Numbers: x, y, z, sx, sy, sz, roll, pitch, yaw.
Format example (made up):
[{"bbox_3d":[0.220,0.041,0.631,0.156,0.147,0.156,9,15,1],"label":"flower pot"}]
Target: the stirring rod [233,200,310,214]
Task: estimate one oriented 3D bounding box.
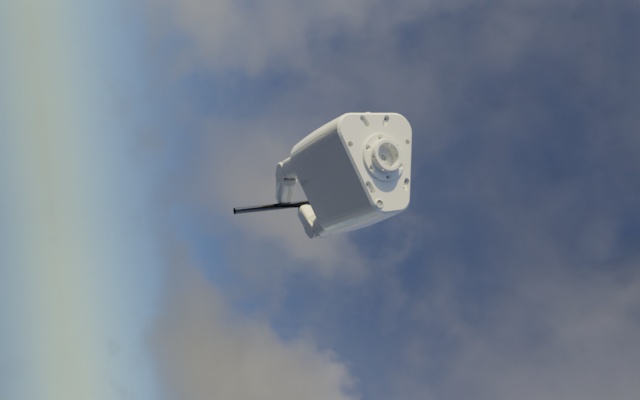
[{"bbox_3d":[0.000,0.002,0.637,0.239,0.011,0.011,-6,3,-29],"label":"stirring rod"}]
